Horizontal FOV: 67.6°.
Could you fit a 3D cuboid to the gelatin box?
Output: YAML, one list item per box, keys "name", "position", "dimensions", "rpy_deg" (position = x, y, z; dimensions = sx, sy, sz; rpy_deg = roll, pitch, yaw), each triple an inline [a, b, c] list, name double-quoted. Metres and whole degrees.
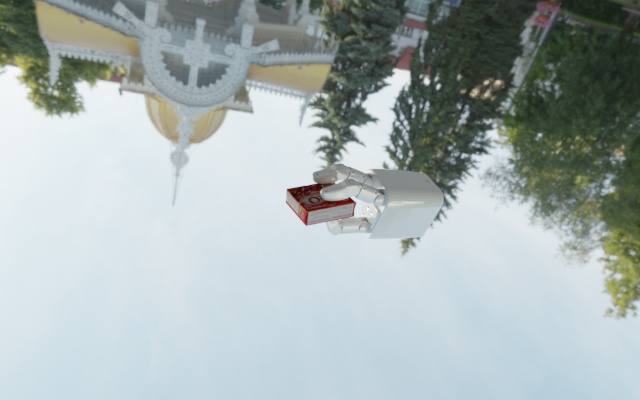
- name: "gelatin box"
  position: [0.000, 0.003, 0.749]
  dimensions: [0.089, 0.030, 0.073]
  rpy_deg: [-11, 35, -27]
